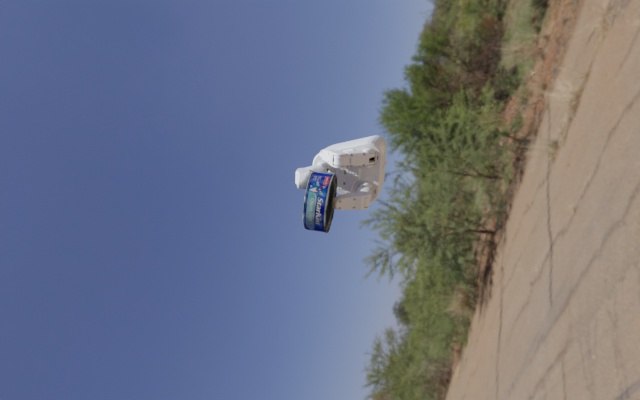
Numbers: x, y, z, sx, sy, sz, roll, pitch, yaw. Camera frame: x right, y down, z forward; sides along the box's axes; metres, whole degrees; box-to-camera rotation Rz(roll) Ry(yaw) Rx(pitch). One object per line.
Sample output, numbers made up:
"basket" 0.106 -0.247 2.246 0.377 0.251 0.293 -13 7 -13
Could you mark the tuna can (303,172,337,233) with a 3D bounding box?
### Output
"tuna can" 0.000 0.002 0.685 0.034 0.086 0.086 8 1 9
